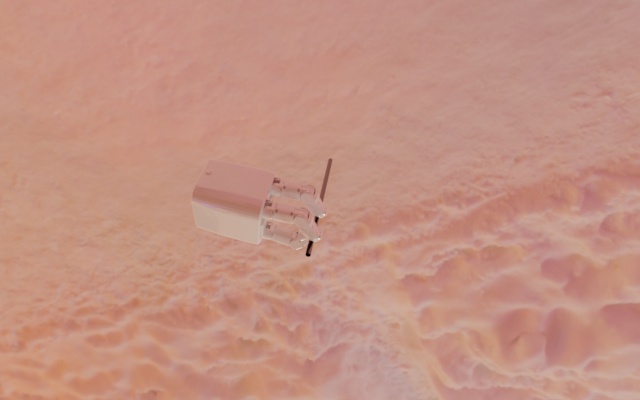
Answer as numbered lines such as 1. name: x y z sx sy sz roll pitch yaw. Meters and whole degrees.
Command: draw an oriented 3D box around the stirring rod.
1. stirring rod: 0.000 0.003 0.787 0.011 0.011 0.239 0 40 11
